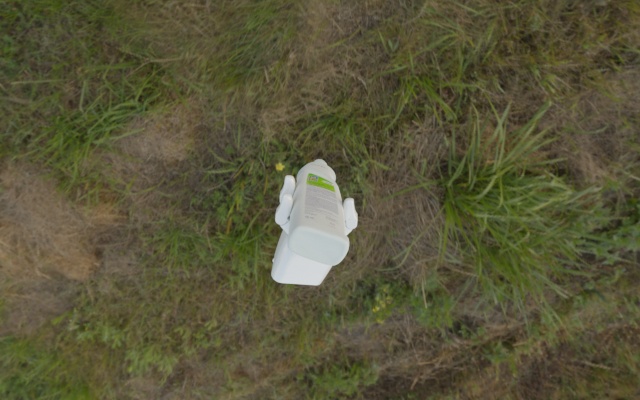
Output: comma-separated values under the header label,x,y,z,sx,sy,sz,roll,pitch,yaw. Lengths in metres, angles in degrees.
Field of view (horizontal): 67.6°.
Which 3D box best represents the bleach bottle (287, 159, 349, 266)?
label,x,y,z,sx,sy,sz,roll,pitch,yaw
bleach bottle,0.000,0.003,0.874,0.102,0.068,0.250,20,34,-11
